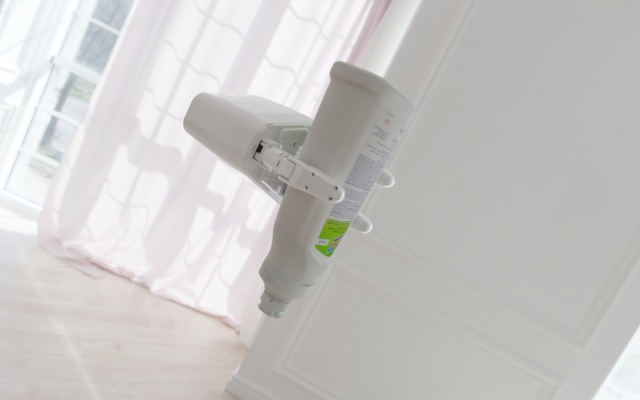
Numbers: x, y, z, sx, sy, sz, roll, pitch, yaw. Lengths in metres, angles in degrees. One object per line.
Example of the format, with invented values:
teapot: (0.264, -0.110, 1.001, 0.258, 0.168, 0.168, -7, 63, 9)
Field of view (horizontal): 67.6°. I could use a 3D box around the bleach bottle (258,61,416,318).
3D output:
bleach bottle: (0.000, 0.002, 0.467, 0.068, 0.251, 0.102, 31, 9, 31)
